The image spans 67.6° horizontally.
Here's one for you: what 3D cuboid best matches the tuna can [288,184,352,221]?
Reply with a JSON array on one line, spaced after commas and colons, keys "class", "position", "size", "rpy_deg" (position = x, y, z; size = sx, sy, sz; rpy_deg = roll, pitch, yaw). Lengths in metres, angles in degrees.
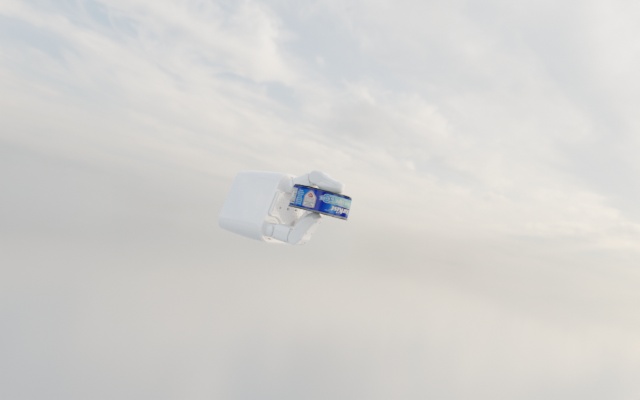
[{"class": "tuna can", "position": [0.000, 0.002, 0.670], "size": [0.086, 0.034, 0.086], "rpy_deg": [14, -1, 0]}]
